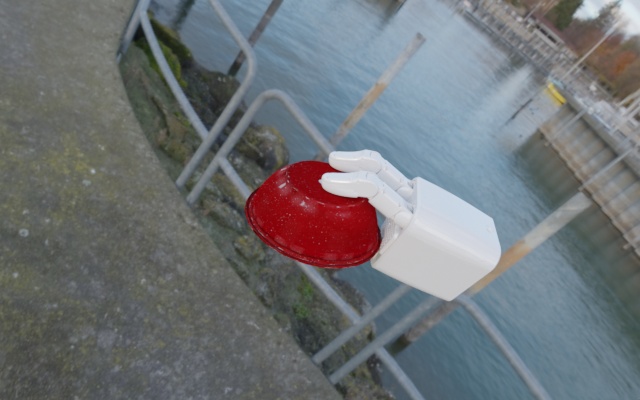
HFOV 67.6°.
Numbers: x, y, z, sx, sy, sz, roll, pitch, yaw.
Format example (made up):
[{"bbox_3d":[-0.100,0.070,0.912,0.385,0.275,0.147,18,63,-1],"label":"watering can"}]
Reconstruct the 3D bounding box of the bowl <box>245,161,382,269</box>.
[{"bbox_3d":[-0.001,0.001,0.534,0.162,0.055,0.162,13,32,-8],"label":"bowl"}]
